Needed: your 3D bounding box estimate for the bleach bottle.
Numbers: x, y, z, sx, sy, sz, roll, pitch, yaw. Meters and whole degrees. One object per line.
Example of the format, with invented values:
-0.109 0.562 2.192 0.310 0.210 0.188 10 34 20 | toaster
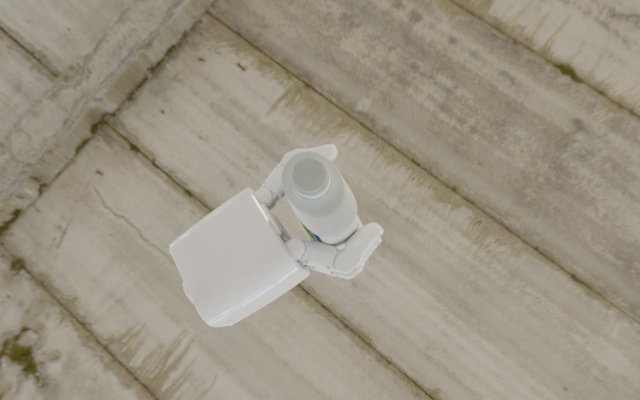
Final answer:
0.000 0.002 0.498 0.068 0.102 0.251 -35 -15 -2 | bleach bottle
